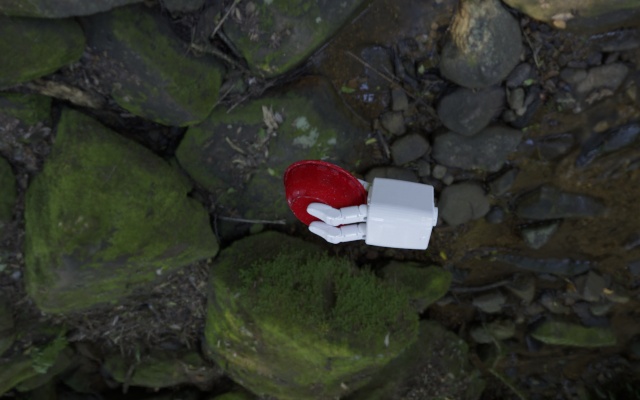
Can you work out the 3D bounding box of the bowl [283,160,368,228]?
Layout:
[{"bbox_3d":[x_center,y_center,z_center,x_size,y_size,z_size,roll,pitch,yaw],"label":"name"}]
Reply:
[{"bbox_3d":[-0.001,0.003,0.846,0.162,0.055,0.162,16,-35,11],"label":"bowl"}]
